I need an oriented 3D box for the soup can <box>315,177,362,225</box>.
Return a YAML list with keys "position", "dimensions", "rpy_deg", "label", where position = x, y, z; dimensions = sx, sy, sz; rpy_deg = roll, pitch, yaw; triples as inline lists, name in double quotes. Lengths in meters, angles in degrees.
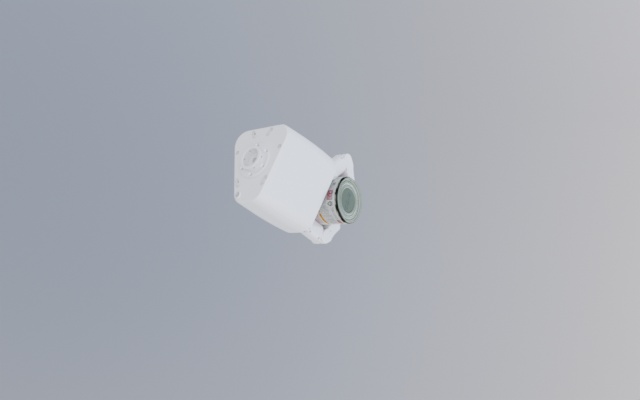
- position: [0.001, 0.003, 0.695]
  dimensions: [0.102, 0.068, 0.068]
  rpy_deg: [-4, -2, 35]
  label: "soup can"
